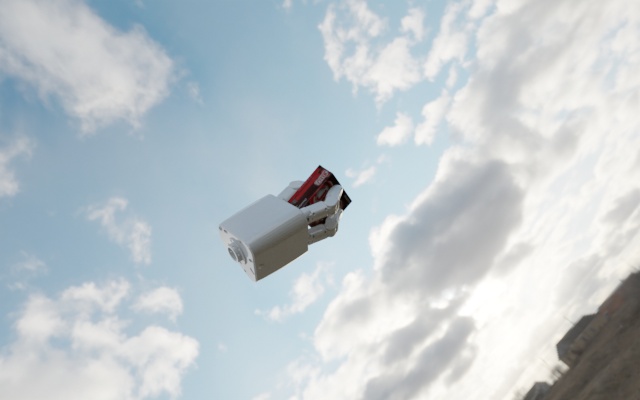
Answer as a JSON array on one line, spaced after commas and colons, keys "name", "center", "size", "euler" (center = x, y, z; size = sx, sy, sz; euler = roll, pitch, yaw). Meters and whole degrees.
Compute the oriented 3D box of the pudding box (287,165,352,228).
[{"name": "pudding box", "center": [0.000, 0.003, 0.838], "size": [0.039, 0.090, 0.113], "euler": [38, -7, 31]}]
